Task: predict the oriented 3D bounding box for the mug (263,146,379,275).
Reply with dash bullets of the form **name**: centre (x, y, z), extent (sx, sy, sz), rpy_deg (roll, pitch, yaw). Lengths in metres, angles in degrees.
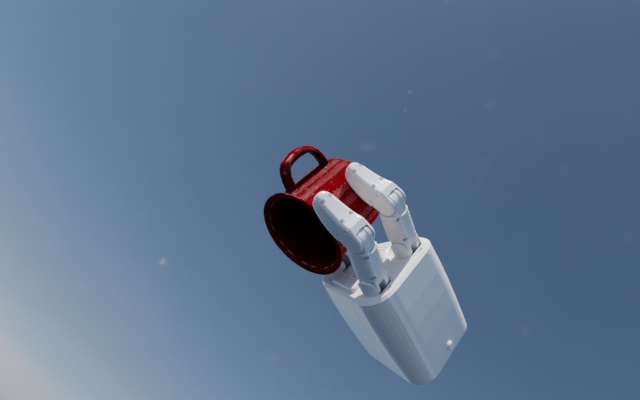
- **mug**: centre (0.000, 0.000, 0.465), extent (0.093, 0.117, 0.081), rpy_deg (-6, 28, 48)
